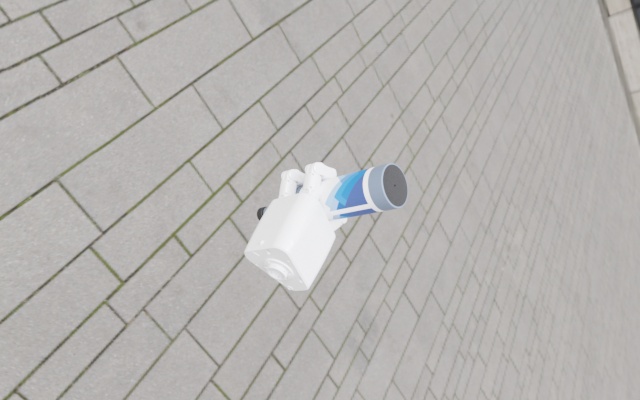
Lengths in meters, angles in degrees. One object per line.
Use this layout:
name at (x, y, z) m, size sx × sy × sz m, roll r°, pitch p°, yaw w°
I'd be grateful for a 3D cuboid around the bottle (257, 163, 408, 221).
bottle at (0.000, 0.002, 0.781) m, size 0.296 × 0.069 × 0.069 m, roll -13°, pitch -9°, yaw 42°
